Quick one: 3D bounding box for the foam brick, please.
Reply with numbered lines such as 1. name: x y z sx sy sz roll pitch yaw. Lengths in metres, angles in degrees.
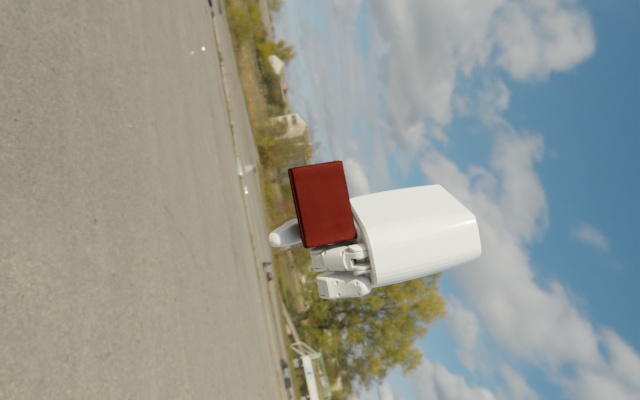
1. foam brick: 0.000 0.001 0.470 0.051 0.078 0.053 -12 6 -5
